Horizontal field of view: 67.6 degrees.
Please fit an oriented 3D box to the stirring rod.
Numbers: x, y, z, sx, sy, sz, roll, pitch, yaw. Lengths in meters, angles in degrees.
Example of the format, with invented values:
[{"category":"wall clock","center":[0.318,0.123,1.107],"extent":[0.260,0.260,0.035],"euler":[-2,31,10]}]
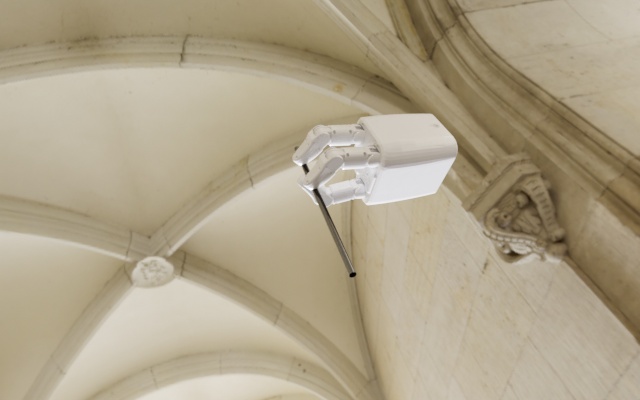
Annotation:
[{"category":"stirring rod","center":[0.000,0.002,0.575],"extent":[0.011,0.011,0.239],"euler":[0,38,-20]}]
